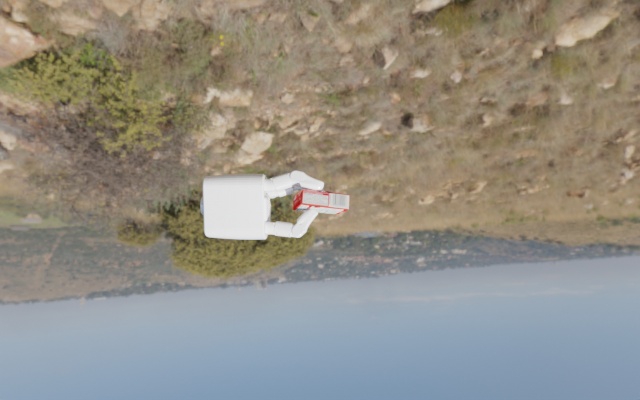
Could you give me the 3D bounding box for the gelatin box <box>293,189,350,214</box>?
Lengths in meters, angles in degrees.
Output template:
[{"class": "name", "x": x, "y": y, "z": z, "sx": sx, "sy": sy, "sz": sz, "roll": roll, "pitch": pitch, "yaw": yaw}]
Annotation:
[{"class": "gelatin box", "x": 0.000, "y": 0.003, "z": 0.853, "sx": 0.089, "sy": 0.030, "sz": 0.073, "roll": 7, "pitch": -10, "yaw": -12}]
